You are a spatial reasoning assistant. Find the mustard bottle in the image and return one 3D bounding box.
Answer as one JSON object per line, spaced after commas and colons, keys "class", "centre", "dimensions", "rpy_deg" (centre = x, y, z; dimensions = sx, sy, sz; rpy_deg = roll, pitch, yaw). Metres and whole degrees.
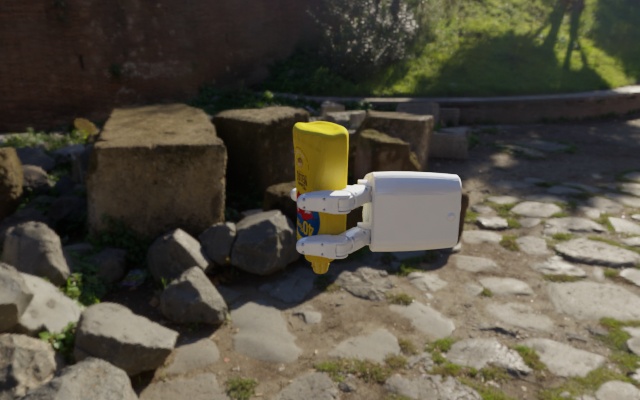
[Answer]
{"class": "mustard bottle", "centre": [0.000, 0.002, 0.598], "dimensions": [0.058, 0.192, 0.096], "rpy_deg": [-9, 20, -23]}
